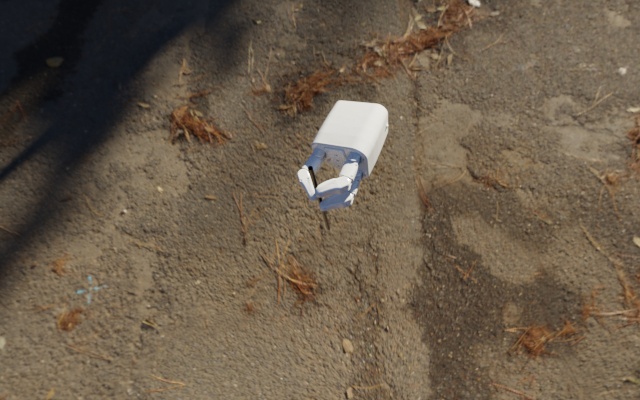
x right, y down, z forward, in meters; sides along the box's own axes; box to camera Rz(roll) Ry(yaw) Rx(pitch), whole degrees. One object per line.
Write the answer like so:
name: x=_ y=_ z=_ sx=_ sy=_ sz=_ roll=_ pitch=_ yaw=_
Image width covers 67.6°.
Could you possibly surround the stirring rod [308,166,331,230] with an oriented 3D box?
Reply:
stirring rod: x=0.000 y=0.003 z=0.844 sx=0.011 sy=0.011 sz=0.240 roll=0 pitch=-26 yaw=8
